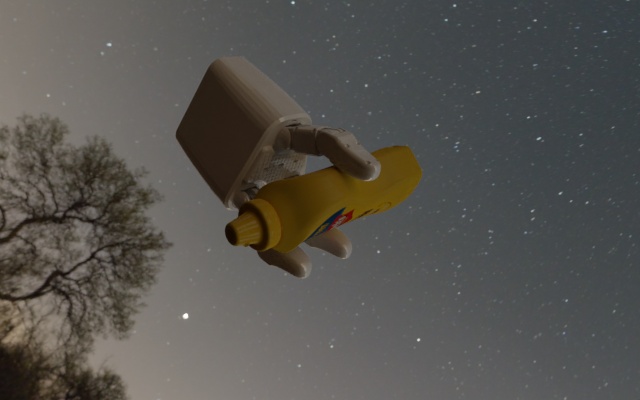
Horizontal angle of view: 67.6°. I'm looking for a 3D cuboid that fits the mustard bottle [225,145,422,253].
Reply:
[{"bbox_3d":[0.000,0.002,0.421,0.191,0.058,0.096,-19,-9,-41],"label":"mustard bottle"}]
